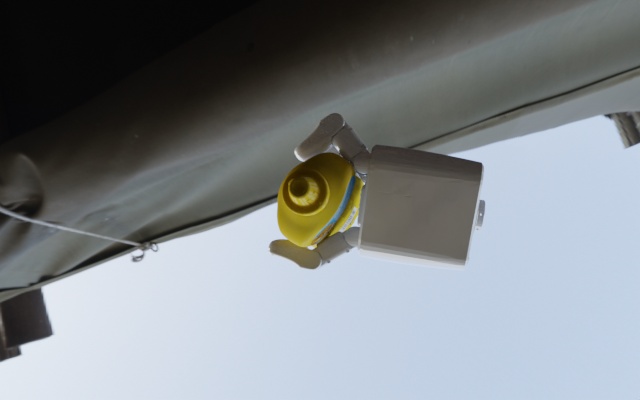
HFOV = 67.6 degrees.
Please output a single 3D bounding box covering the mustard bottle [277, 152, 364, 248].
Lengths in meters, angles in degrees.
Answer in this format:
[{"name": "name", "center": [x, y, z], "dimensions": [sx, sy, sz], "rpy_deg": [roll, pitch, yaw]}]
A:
[{"name": "mustard bottle", "center": [0.000, 0.001, 0.481], "dimensions": [0.058, 0.096, 0.191], "rpy_deg": [34, 0, 12]}]
